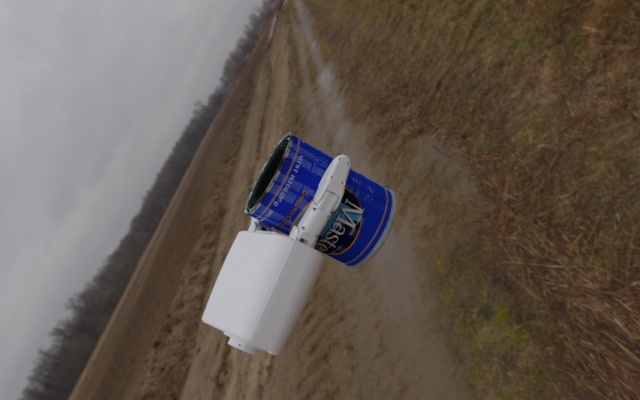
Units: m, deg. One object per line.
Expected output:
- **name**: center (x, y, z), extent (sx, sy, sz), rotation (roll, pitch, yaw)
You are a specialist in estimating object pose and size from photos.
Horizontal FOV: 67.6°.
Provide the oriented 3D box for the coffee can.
- **coffee can**: center (0.000, 0.002, 0.541), extent (0.140, 0.103, 0.103), rotation (29, -9, -16)
